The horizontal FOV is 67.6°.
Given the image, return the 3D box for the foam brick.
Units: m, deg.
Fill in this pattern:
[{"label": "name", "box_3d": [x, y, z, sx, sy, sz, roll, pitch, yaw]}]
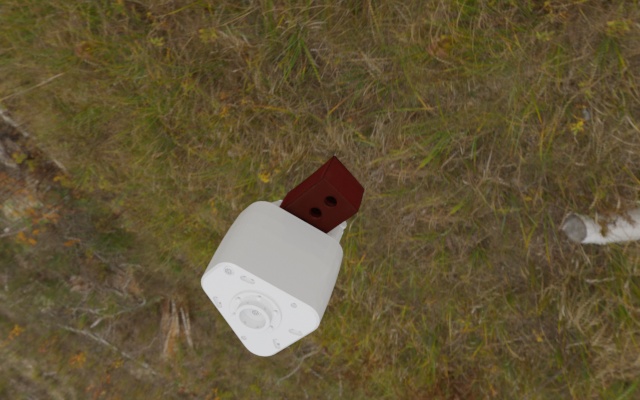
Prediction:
[{"label": "foam brick", "box_3d": [0.000, 0.001, 0.512, 0.078, 0.053, 0.051, -38, 14, 29]}]
